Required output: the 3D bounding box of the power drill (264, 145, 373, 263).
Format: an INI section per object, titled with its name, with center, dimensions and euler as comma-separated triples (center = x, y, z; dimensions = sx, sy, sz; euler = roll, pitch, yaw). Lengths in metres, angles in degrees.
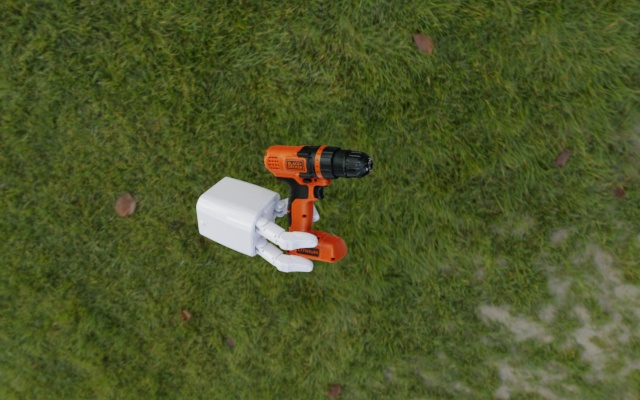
[power drill]
center = 0.000, 0.003, 0.771
dimensions = 0.184, 0.188, 0.057
euler = 7, 21, 29
